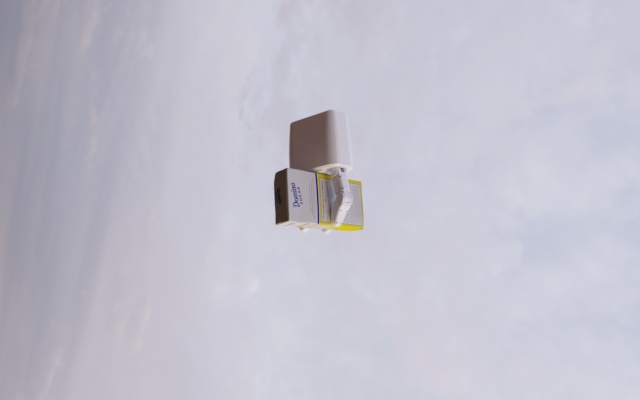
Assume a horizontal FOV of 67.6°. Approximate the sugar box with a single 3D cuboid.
[{"bbox_3d":[0.000,0.003,0.840,0.176,0.093,0.048,8,-17,-38],"label":"sugar box"}]
